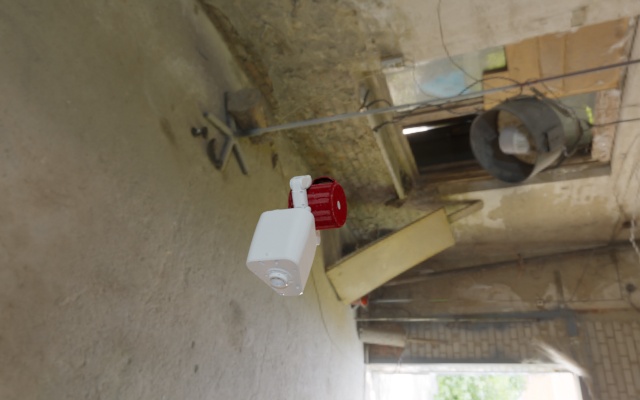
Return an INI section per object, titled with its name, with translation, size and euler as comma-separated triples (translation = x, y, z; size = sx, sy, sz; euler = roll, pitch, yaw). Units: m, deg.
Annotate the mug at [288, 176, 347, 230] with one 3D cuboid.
[mug]
translation = 0.001, 0.002, 0.870
size = 0.081, 0.117, 0.093
euler = -6, -44, 22
